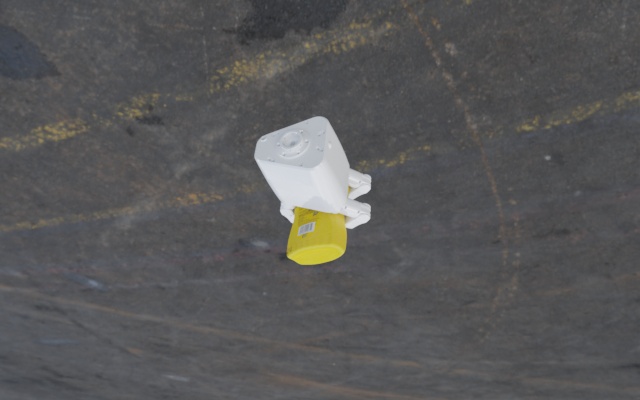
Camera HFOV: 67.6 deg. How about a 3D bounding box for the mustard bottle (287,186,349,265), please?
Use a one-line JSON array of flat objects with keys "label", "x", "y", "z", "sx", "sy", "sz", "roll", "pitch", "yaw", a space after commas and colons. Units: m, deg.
[{"label": "mustard bottle", "x": 0.000, "y": 0.003, "z": 0.764, "sx": 0.096, "sy": 0.191, "sz": 0.058, "roll": -21, "pitch": -40, "yaw": 37}]
